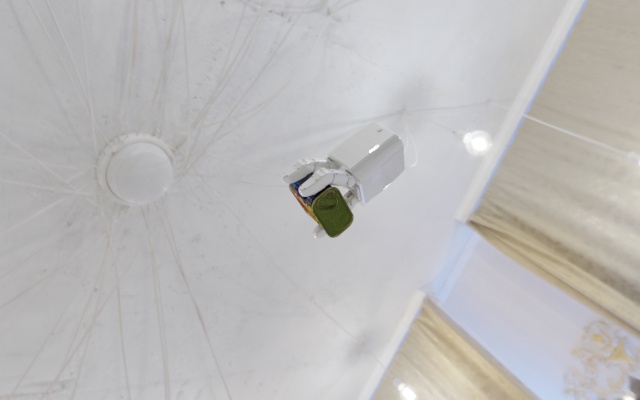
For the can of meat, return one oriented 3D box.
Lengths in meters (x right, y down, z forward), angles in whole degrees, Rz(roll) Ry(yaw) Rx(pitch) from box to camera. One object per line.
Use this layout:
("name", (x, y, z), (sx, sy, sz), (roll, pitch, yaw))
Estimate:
("can of meat", (0.000, 0.003, 0.820), (0.084, 0.057, 0.102), (41, -12, 45))
